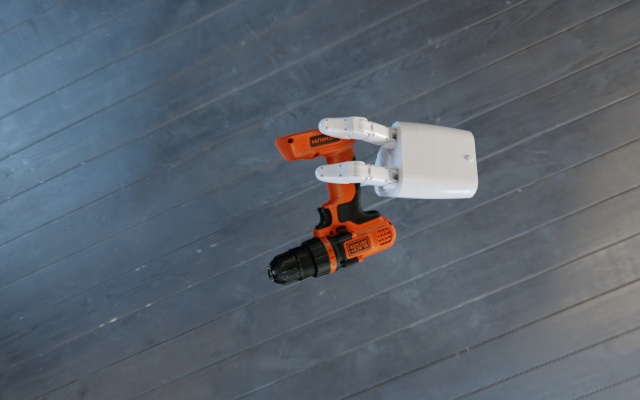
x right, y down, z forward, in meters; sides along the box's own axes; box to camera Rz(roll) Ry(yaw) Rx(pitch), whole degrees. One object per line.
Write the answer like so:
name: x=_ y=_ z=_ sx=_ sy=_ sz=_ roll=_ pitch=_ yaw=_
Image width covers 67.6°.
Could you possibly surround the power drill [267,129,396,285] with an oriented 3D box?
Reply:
power drill: x=0.000 y=0.002 z=0.622 sx=0.184 sy=0.188 sz=0.057 roll=-18 pitch=10 yaw=-24
